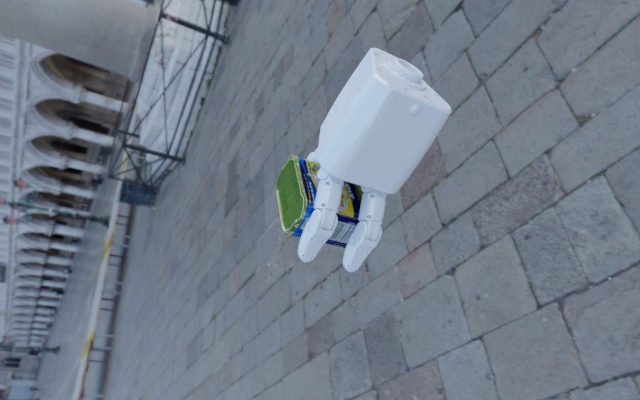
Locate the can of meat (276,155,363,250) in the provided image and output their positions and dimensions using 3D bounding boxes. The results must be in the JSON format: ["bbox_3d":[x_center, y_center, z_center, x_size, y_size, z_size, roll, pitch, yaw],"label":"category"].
[{"bbox_3d":[0.000,0.002,0.541,0.084,0.102,0.057,16,-52,-27],"label":"can of meat"}]
